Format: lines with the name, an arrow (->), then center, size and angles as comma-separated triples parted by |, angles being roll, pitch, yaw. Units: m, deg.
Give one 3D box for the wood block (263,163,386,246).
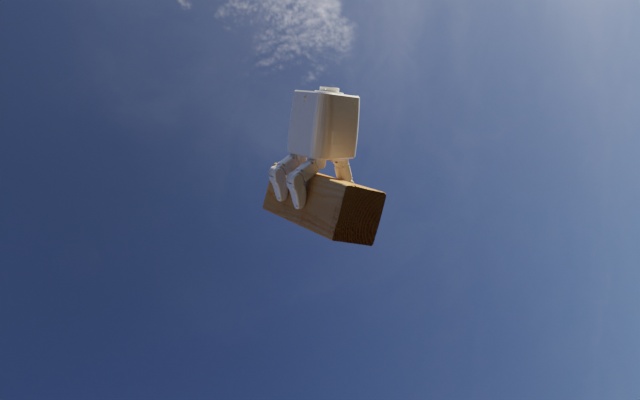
wood block -> 0.000, 0.002, 0.811 | 0.091, 0.090, 0.206 | 10, 6, -39
